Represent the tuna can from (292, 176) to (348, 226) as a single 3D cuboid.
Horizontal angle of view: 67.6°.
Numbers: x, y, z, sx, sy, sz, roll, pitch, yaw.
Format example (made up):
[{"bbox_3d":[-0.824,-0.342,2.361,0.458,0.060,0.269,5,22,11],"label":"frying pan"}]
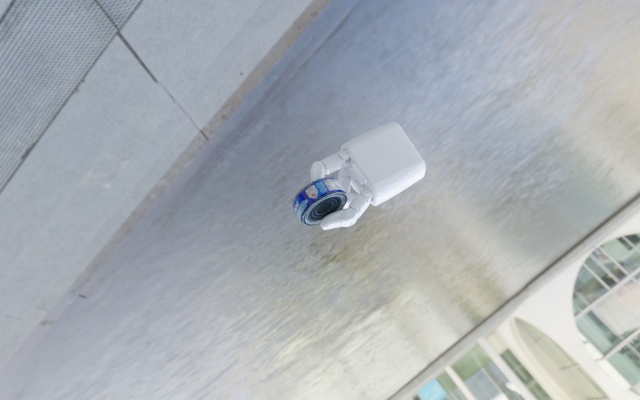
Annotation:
[{"bbox_3d":[0.000,0.003,0.764,0.086,0.033,0.086,-25,-27,-14],"label":"tuna can"}]
